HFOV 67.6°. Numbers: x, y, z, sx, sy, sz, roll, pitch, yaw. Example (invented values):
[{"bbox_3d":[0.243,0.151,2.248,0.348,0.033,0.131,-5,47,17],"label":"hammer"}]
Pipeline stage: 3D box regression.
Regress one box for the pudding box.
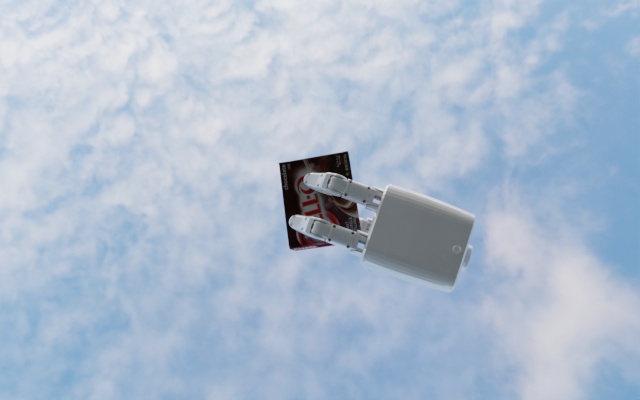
[{"bbox_3d":[0.000,0.002,0.599,0.090,0.113,0.039,-9,-13,5],"label":"pudding box"}]
